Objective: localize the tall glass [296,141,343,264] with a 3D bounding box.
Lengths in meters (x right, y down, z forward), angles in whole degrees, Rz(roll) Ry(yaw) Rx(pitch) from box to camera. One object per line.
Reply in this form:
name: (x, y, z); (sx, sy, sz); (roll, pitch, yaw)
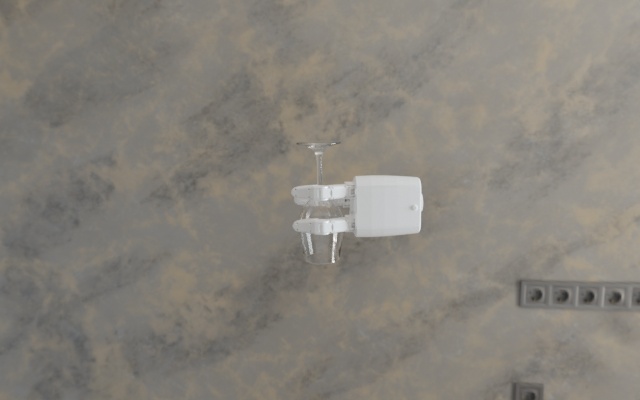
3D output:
tall glass: (0.000, 0.002, 0.802); (0.079, 0.201, 0.079); (-1, 10, 0)
